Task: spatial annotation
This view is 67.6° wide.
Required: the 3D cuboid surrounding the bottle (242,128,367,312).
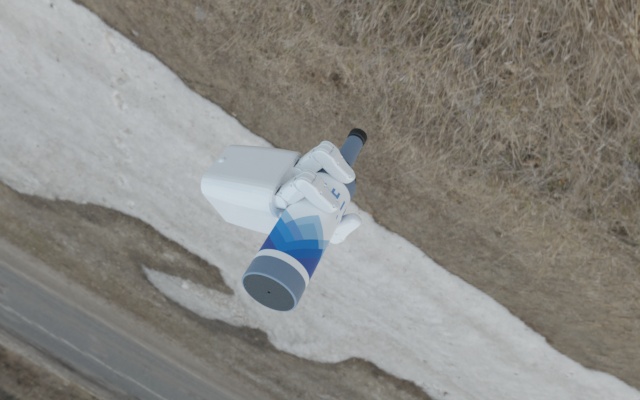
[{"bbox_3d":[0.000,0.002,0.607,0.069,0.069,0.295,0,42,31],"label":"bottle"}]
